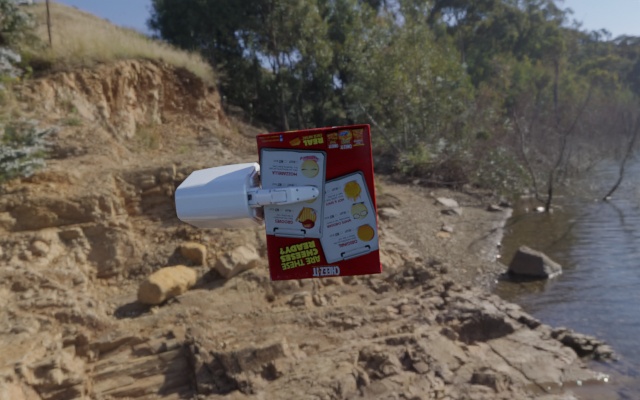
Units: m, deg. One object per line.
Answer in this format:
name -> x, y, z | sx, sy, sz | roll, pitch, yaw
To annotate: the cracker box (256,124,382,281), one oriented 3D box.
cracker box -> 0.000, 0.002, 0.706 | 0.164, 0.214, 0.072 | -5, 5, 7
